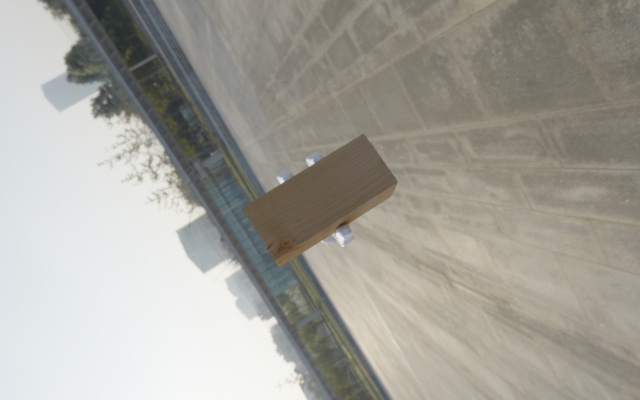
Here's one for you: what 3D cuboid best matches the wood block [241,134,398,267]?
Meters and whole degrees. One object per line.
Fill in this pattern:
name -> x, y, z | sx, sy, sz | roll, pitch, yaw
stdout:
wood block -> 0.000, 0.003, 0.709 | 0.206, 0.091, 0.090 | -32, -13, -7
